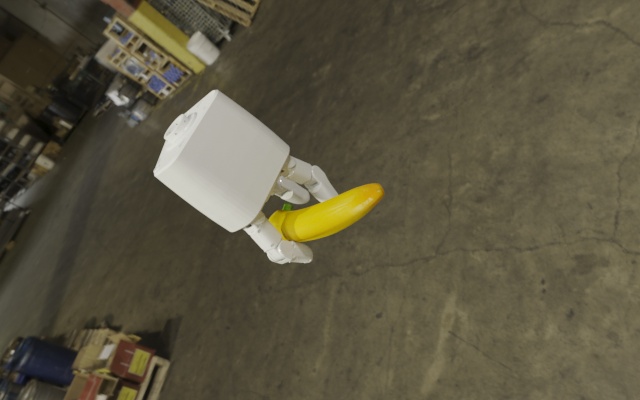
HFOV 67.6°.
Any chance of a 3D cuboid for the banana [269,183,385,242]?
[{"bbox_3d":[-0.010,0.017,0.551,0.037,0.069,0.198,42,-27,-25],"label":"banana"}]
